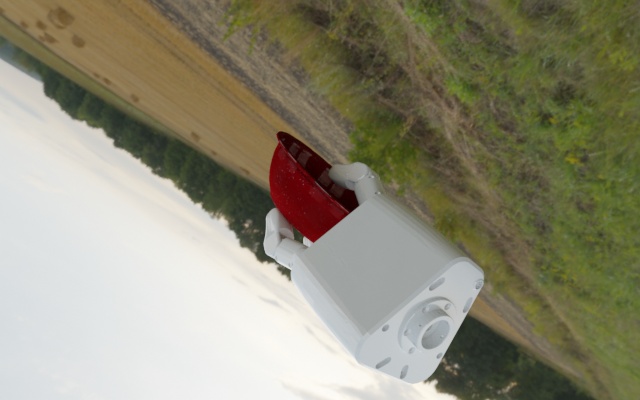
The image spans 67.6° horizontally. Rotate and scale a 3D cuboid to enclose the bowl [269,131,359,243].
[{"bbox_3d":[0.000,0.001,0.498,0.162,0.055,0.162,41,11,-10],"label":"bowl"}]
